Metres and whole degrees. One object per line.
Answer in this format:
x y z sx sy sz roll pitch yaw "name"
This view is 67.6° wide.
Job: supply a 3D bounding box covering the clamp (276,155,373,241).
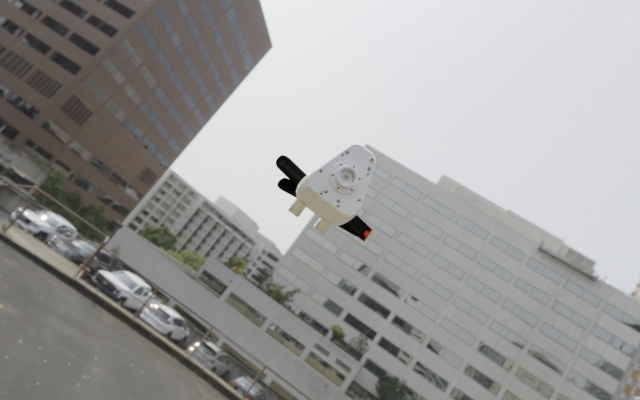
0.001 0.003 0.873 0.210 0.036 0.164 37 -11 -3 "clamp"
